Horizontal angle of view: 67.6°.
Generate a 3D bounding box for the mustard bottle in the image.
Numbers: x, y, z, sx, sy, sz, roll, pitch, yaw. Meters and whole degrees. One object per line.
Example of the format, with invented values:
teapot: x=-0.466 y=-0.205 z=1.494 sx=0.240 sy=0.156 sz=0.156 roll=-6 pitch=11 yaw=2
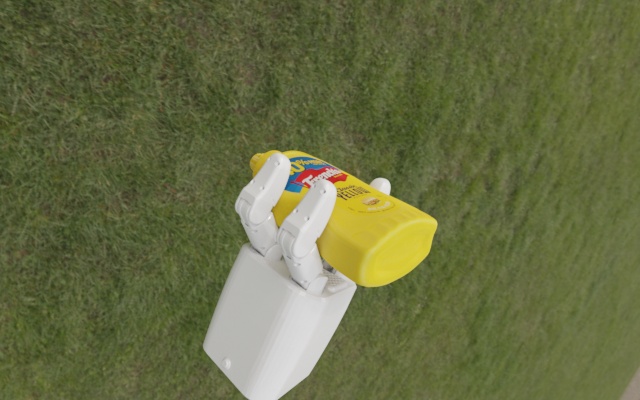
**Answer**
mustard bottle: x=0.000 y=0.001 z=0.426 sx=0.096 sy=0.058 sz=0.191 roll=-18 pitch=37 yaw=-41
